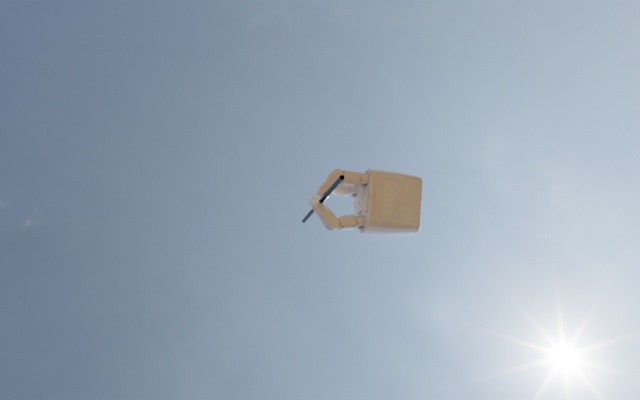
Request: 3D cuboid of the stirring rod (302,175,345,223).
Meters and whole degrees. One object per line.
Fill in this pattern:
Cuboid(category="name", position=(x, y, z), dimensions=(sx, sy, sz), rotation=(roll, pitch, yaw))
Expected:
Cuboid(category="stirring rod", position=(0.000, 0.003, 0.845), dimensions=(0.011, 0.011, 0.240), rotation=(0, -19, -17))
